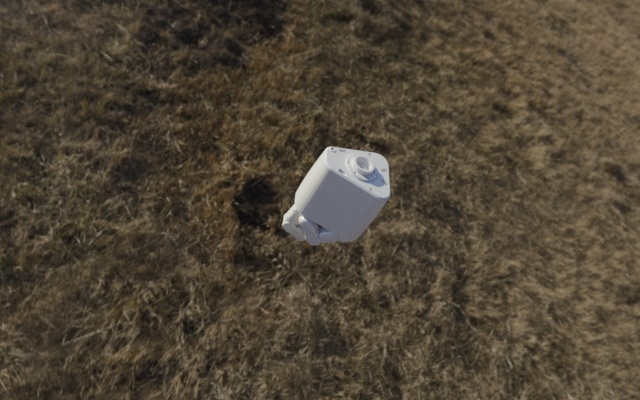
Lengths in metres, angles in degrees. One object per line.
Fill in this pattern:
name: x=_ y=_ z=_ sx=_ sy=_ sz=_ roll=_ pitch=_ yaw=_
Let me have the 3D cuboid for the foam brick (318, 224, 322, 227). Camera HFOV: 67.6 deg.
foam brick: x=0.000 y=0.002 z=0.790 sx=0.053 sy=0.078 sz=0.051 roll=18 pitch=-43 yaw=-15
